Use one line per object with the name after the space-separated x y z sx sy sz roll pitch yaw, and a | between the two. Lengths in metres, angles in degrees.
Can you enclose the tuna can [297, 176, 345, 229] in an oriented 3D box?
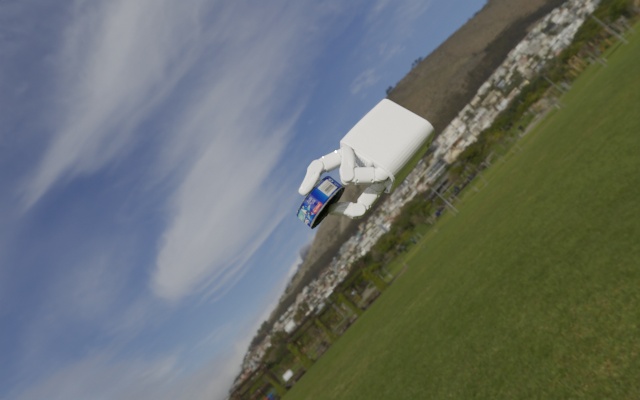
0.000 0.002 0.768 0.033 0.086 0.086 38 7 10 | tuna can
